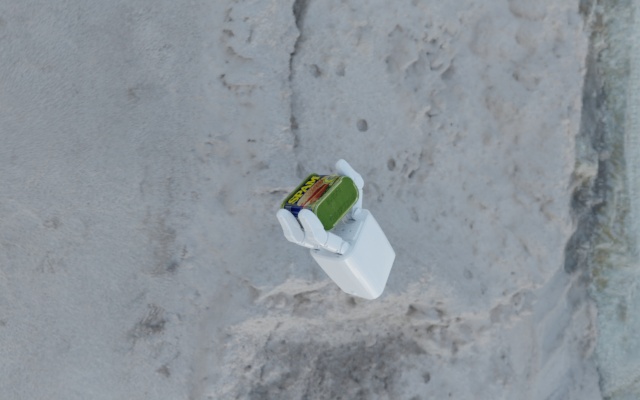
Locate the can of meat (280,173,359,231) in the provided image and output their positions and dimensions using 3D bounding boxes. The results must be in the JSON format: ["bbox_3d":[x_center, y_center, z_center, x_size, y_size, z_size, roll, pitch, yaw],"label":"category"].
[{"bbox_3d":[0.000,0.002,0.759,0.084,0.057,0.102,5,44,50],"label":"can of meat"}]
